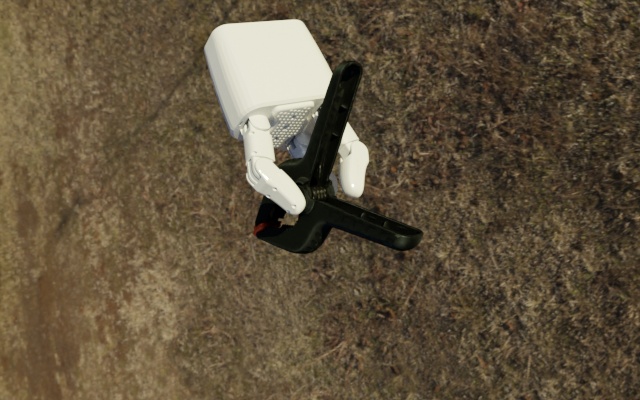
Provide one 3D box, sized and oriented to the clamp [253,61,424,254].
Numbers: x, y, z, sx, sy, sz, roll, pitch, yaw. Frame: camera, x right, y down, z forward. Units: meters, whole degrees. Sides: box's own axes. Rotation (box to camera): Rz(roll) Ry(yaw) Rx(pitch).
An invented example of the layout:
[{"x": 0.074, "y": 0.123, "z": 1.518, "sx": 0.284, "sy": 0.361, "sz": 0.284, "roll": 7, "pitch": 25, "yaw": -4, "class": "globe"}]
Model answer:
[{"x": -0.001, "y": 0.002, "z": 0.441, "sx": 0.036, "sy": 0.164, "sz": 0.210, "roll": -4, "pitch": -26, "yaw": -39, "class": "clamp"}]
